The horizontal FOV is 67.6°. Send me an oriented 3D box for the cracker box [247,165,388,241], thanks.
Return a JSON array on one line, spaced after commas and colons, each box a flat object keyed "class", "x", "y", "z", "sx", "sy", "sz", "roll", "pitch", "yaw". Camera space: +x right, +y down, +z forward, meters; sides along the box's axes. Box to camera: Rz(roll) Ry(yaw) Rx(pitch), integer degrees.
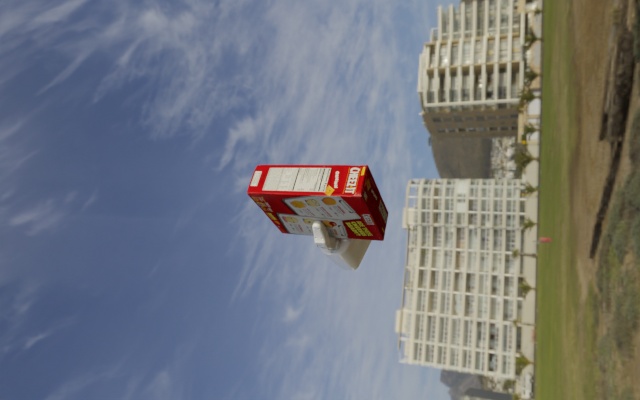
[{"class": "cracker box", "x": 0.000, "y": 0.003, "z": 0.869, "sx": 0.213, "sy": 0.072, "sz": 0.164, "roll": 2, "pitch": -29, "yaw": 23}]
